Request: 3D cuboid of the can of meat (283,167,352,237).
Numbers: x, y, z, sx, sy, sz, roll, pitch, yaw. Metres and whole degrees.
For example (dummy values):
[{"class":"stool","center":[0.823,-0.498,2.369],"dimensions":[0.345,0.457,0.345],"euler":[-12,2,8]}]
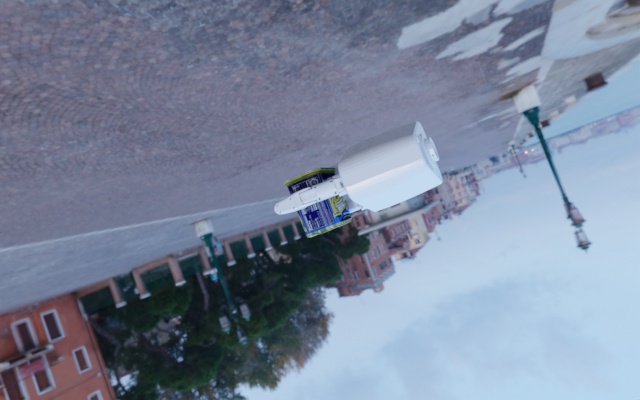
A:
[{"class":"can of meat","center":[0.000,0.003,0.677],"dimensions":[0.057,0.084,0.102],"euler":[-22,-3,18]}]
